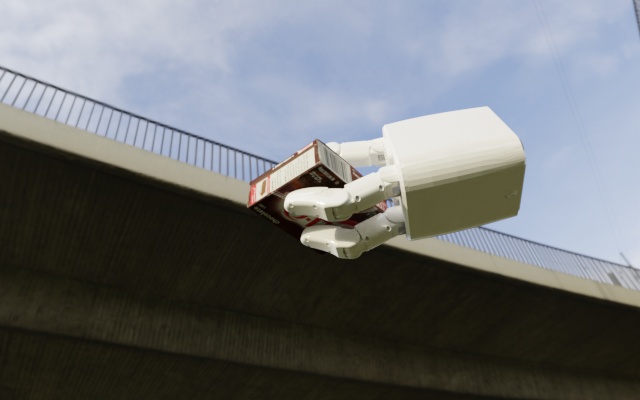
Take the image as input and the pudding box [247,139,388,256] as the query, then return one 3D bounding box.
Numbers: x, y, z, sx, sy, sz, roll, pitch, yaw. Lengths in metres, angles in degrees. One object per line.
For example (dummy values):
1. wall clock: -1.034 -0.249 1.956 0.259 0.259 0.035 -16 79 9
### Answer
1. pudding box: 0.000 0.001 0.465 0.090 0.039 0.113 -30 -50 27
